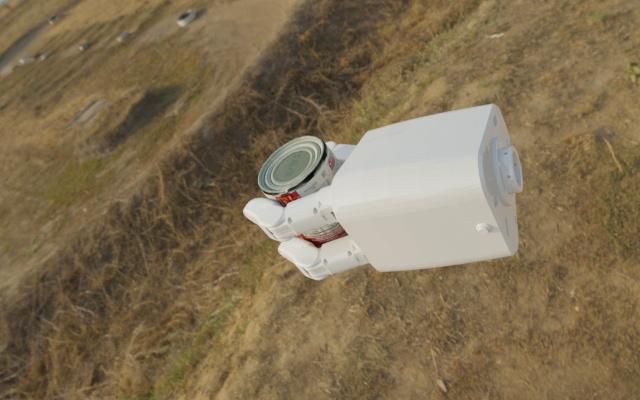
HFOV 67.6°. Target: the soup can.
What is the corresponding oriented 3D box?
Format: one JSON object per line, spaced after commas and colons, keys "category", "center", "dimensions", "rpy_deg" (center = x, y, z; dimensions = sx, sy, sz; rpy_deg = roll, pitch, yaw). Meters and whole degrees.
{"category": "soup can", "center": [0.000, 0.001, 0.424], "dimensions": [0.068, 0.068, 0.102], "rpy_deg": [0, -40, 40]}
